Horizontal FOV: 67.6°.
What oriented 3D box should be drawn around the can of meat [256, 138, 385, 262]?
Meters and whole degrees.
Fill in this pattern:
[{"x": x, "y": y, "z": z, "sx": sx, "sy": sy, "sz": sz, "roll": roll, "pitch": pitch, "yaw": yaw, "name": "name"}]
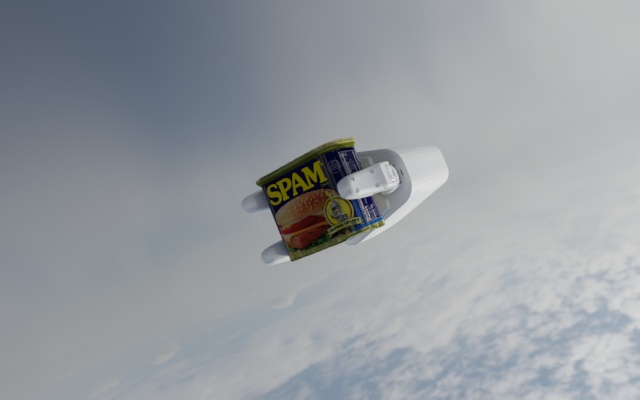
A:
[{"x": 0.000, "y": 0.002, "z": 0.443, "sx": 0.102, "sy": 0.084, "sz": 0.057, "roll": -25, "pitch": -4, "yaw": 35, "name": "can of meat"}]
